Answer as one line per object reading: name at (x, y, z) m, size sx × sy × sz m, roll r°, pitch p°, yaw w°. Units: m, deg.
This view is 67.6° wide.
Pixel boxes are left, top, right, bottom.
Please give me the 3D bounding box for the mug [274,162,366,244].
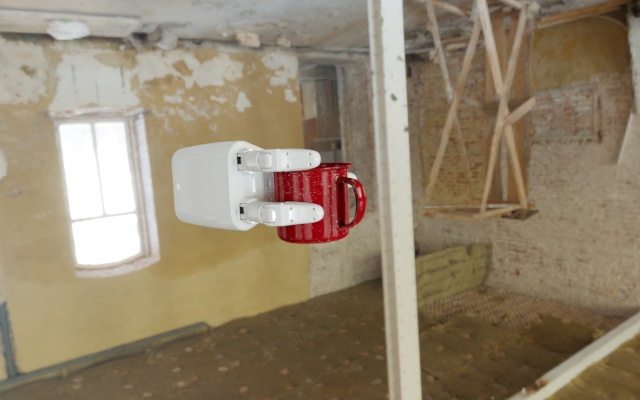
mug at (0.001, 0.002, 0.526) m, size 0.117 × 0.081 × 0.093 m, roll 3°, pitch 9°, yaw 37°
